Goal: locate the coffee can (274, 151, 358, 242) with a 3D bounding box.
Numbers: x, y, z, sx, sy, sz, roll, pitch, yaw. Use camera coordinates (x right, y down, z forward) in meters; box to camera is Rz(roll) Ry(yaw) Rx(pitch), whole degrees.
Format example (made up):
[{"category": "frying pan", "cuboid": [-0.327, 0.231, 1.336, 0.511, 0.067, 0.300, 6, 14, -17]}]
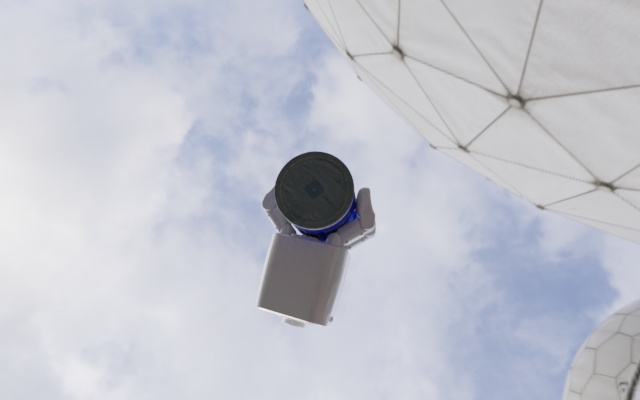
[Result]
[{"category": "coffee can", "cuboid": [0.000, 0.002, 0.671, 0.103, 0.102, 0.140, 0, -14, 7]}]
